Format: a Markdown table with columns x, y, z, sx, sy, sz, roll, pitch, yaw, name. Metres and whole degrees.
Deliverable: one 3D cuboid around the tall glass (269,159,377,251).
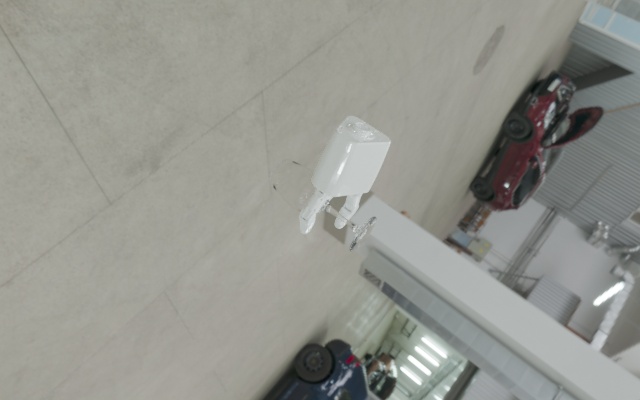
| x | y | z | sx | sy | sz | roll | pitch | yaw | name |
| --- | --- | --- | --- | --- | --- | --- | --- | --- | --- |
| 0.001 | 0.003 | 0.866 | 0.201 | 0.079 | 0.079 | 36 | 14 | 19 | tall glass |
